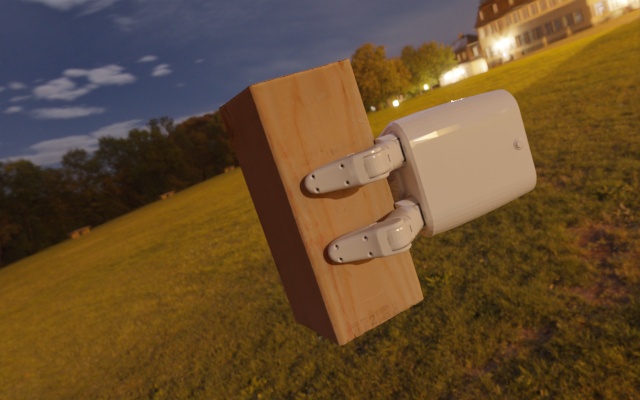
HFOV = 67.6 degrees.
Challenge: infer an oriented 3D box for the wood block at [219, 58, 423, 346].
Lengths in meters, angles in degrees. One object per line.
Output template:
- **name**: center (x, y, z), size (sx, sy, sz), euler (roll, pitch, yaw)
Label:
- **wood block**: center (0.000, 0.001, 0.407), size (0.090, 0.206, 0.091), euler (-22, 9, -24)
